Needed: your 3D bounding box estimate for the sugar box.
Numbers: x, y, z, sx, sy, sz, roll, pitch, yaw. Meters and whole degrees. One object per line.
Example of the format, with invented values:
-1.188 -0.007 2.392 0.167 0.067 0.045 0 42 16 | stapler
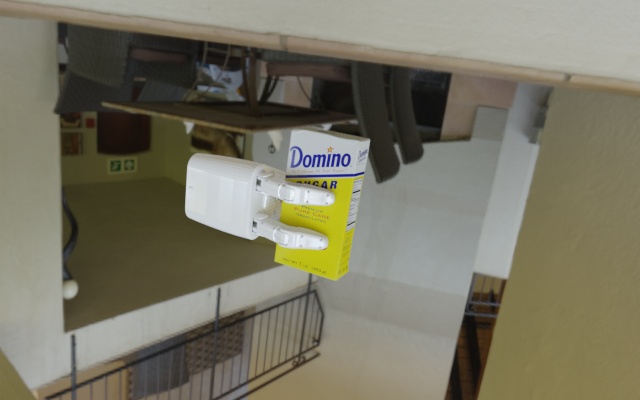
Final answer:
0.000 0.002 0.598 0.093 0.176 0.048 13 16 22 | sugar box
